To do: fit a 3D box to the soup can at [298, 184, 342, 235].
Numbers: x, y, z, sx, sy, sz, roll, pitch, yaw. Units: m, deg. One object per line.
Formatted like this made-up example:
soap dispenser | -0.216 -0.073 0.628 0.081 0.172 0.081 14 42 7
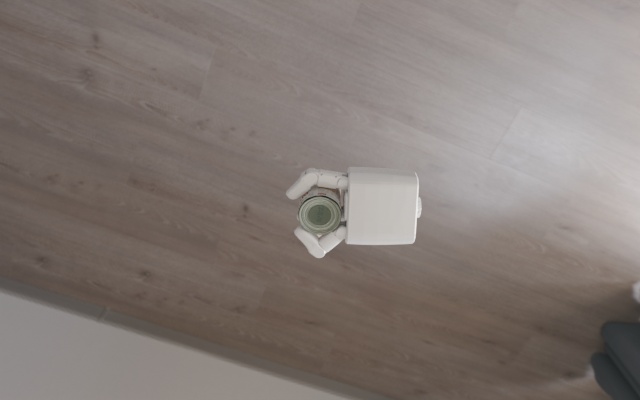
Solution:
soup can | 0.000 0.002 0.760 0.068 0.068 0.102 0 25 1
